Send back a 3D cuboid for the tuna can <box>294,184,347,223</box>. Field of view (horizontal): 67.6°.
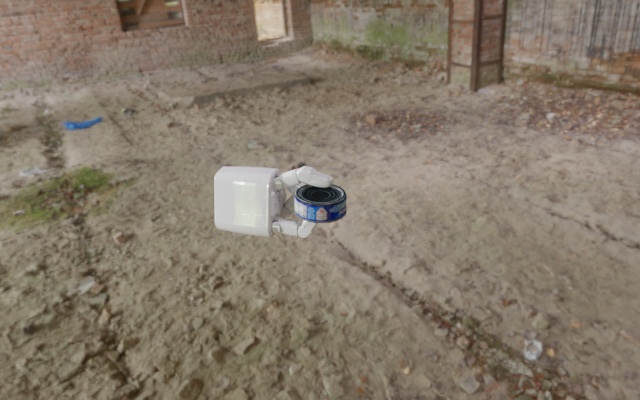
[{"bbox_3d":[0.000,0.002,0.777,0.086,0.034,0.086,1,26,0],"label":"tuna can"}]
